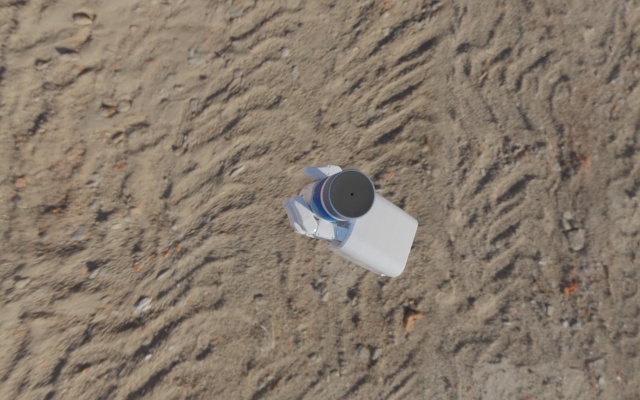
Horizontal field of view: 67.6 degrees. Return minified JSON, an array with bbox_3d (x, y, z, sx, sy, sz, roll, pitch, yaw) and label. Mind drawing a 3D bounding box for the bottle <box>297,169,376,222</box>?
[{"bbox_3d":[0.000,0.002,0.761,0.069,0.069,0.296,0,-4,-16],"label":"bottle"}]
